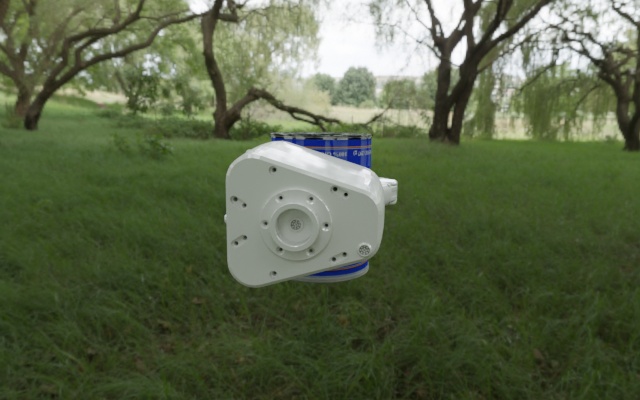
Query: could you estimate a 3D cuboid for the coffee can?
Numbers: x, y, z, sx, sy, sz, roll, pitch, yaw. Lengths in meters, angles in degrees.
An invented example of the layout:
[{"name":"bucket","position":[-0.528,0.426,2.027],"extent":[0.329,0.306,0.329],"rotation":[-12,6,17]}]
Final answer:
[{"name":"coffee can","position":[0.000,0.002,0.491],"extent":[0.103,0.140,0.103],"rotation":[1,10,0]}]
